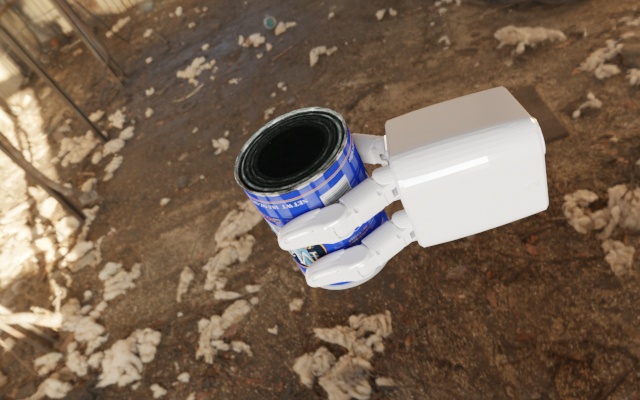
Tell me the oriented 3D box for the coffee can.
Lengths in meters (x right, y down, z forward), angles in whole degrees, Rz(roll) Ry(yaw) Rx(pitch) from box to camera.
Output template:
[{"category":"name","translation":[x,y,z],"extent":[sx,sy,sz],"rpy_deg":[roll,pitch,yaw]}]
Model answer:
[{"category":"coffee can","translation":[0.000,0.002,0.439],"extent":[0.103,0.102,0.140],"rpy_deg":[0,-40,29]}]
